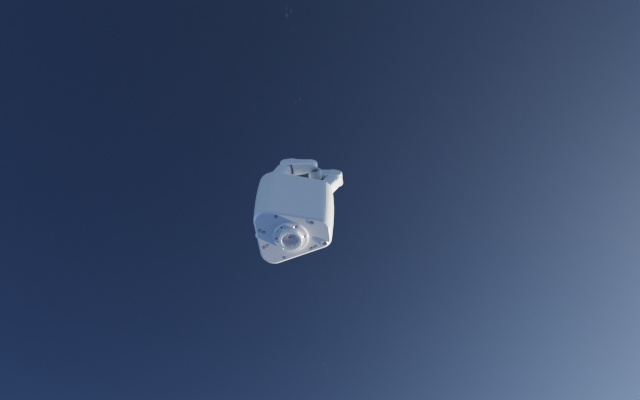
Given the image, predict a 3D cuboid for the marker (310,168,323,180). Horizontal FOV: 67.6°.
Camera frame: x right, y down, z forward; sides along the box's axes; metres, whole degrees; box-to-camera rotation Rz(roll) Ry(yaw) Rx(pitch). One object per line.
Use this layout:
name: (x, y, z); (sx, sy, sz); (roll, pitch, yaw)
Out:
marker: (0.000, 0.003, 0.792); (0.020, 0.121, 0.020); (-7, 31, 4)
